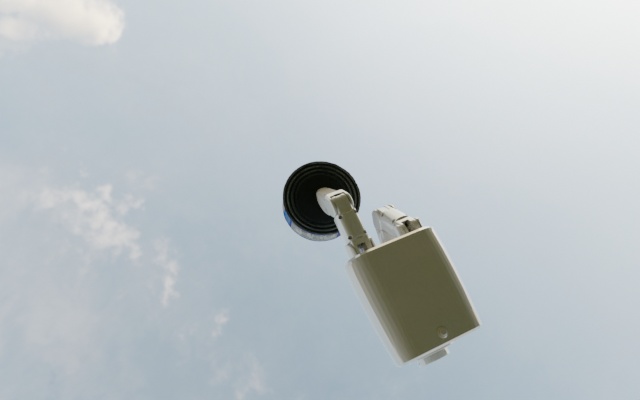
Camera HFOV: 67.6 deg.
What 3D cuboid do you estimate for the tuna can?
[{"bbox_3d":[0.000,0.002,0.535,0.086,0.086,0.034,0,-20,-6],"label":"tuna can"}]
